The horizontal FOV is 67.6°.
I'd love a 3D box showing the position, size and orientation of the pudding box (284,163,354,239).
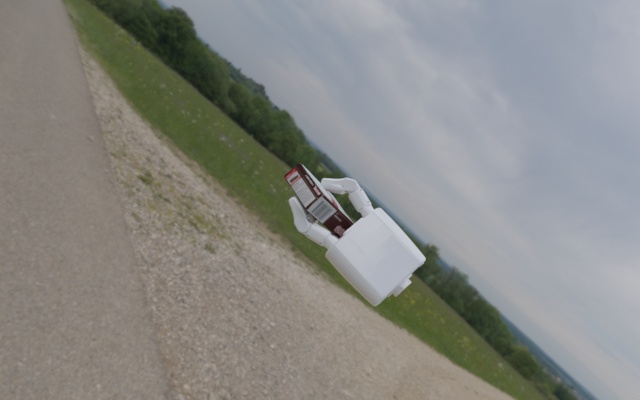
[{"bbox_3d":[0.000,0.002,0.764,0.113,0.039,0.090,46,6,-48],"label":"pudding box"}]
